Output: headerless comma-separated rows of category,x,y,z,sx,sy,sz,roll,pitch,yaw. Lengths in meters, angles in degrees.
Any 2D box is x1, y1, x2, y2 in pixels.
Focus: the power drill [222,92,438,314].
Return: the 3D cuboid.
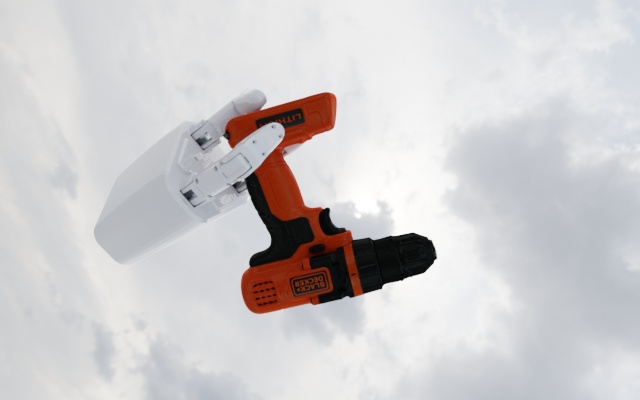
power drill,0.000,0.001,0.440,0.184,0.187,0.057,-14,2,2
